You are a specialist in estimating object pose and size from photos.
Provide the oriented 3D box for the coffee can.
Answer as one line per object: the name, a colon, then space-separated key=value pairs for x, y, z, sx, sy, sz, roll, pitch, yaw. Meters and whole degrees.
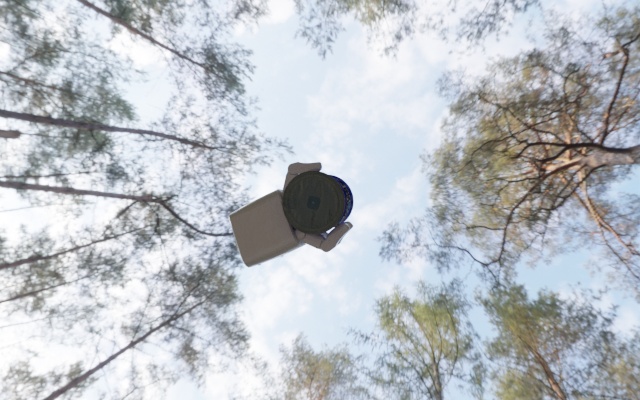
coffee can: x=0.000 y=0.003 z=0.832 sx=0.103 sy=0.103 sz=0.140 roll=0 pitch=1 yaw=10
